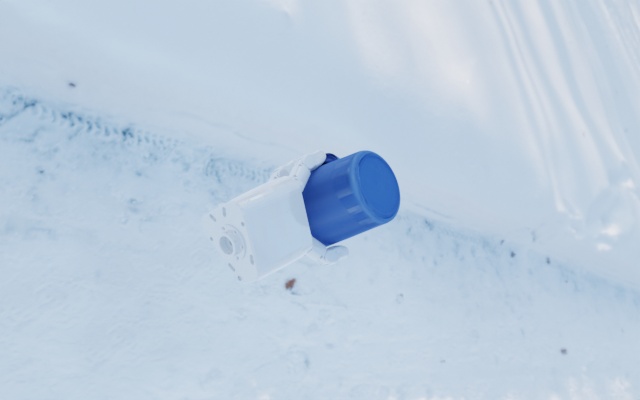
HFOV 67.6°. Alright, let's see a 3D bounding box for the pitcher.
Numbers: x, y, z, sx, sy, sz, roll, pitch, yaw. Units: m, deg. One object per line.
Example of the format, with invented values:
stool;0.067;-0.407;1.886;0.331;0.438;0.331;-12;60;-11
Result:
pitcher;0.000;0.003;0.744;0.243;0.149;0.145;-22;1;42
